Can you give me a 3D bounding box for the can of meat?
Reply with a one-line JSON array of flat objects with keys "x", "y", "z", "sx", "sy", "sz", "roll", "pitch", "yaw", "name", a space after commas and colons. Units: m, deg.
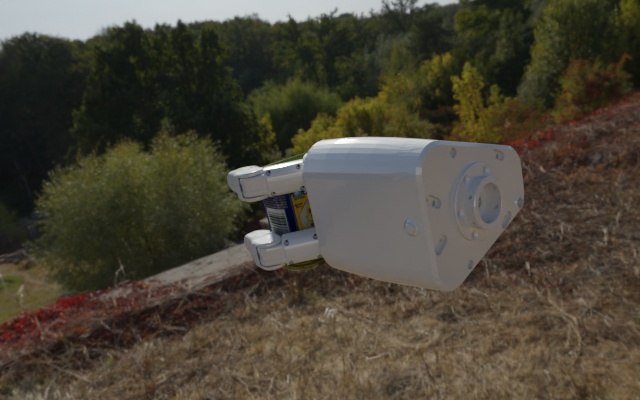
[{"x": 0.000, "y": 0.001, "z": 0.416, "sx": 0.102, "sy": 0.084, "sz": 0.057, "roll": -22, "pitch": 17, "yaw": -31, "name": "can of meat"}]
